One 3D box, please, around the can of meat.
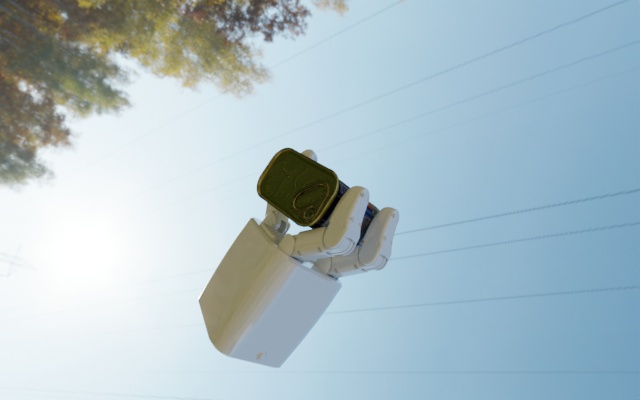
[{"bbox_3d":[0.000,0.002,0.469,0.084,0.057,0.102,34,-1,-44],"label":"can of meat"}]
